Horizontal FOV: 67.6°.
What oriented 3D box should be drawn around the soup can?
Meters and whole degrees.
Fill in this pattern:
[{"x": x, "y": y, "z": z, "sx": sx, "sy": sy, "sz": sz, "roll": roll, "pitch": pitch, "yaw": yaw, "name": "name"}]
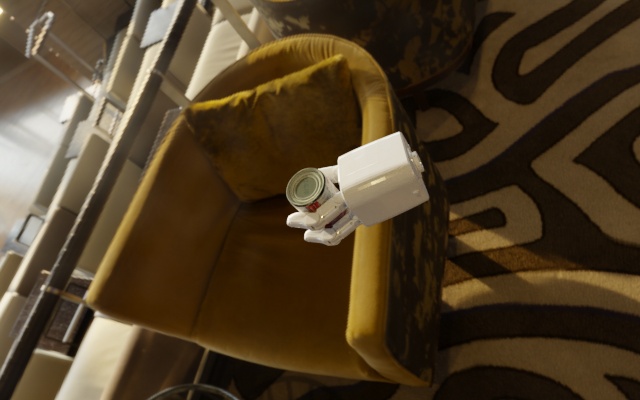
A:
[{"x": 0.000, "y": 0.002, "z": 0.747, "sx": 0.068, "sy": 0.068, "sz": 0.102, "roll": 0, "pitch": -27, "yaw": 31, "name": "soup can"}]
